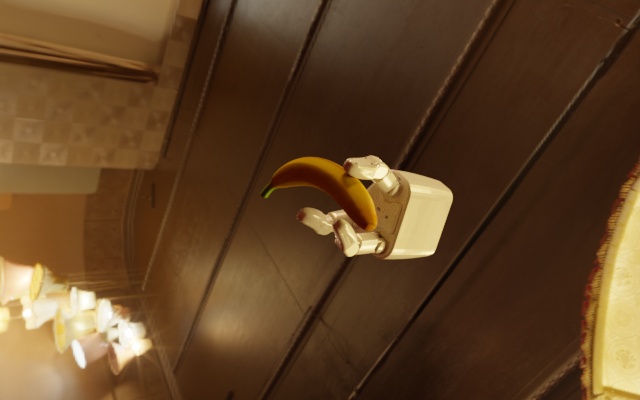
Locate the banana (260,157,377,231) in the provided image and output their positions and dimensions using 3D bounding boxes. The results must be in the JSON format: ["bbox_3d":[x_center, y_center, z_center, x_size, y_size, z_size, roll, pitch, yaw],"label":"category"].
[{"bbox_3d":[0.002,-0.017,0.590,0.037,0.069,0.197,12,2,-44],"label":"banana"}]
